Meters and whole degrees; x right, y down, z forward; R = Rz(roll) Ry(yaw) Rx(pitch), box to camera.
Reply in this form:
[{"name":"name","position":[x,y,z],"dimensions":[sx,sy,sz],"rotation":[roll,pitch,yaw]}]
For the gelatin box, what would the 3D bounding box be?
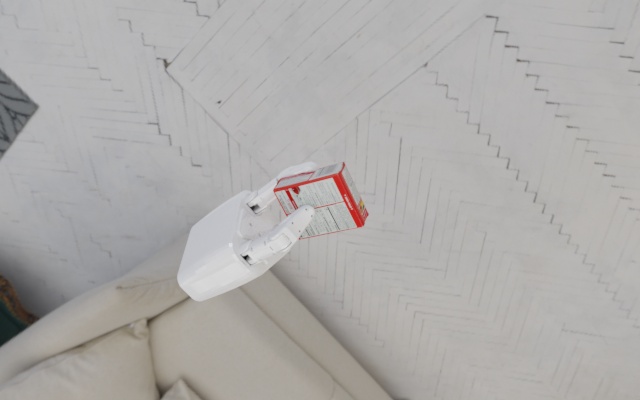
[{"name":"gelatin box","position":[0.000,0.002,0.546],"dimensions":[0.089,0.073,0.030],"rotation":[-13,28,28]}]
